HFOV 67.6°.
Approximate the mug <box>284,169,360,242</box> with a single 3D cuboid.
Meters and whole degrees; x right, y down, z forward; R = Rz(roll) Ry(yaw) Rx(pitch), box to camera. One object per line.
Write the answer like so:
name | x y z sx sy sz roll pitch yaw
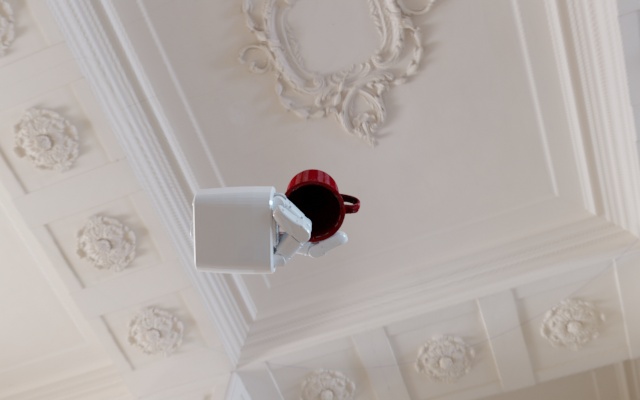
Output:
mug | 0.002 0.002 0.705 0.117 0.093 0.081 0 20 0
